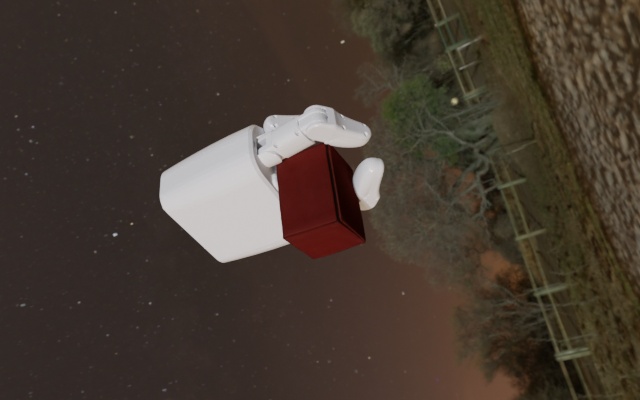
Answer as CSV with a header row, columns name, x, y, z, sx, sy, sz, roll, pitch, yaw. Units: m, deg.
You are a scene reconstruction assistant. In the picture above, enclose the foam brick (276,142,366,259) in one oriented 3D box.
name,x,y,z,sx,sy,sz,roll,pitch,yaw
foam brick,0.000,0.001,0.401,0.051,0.078,0.053,-21,-34,20
